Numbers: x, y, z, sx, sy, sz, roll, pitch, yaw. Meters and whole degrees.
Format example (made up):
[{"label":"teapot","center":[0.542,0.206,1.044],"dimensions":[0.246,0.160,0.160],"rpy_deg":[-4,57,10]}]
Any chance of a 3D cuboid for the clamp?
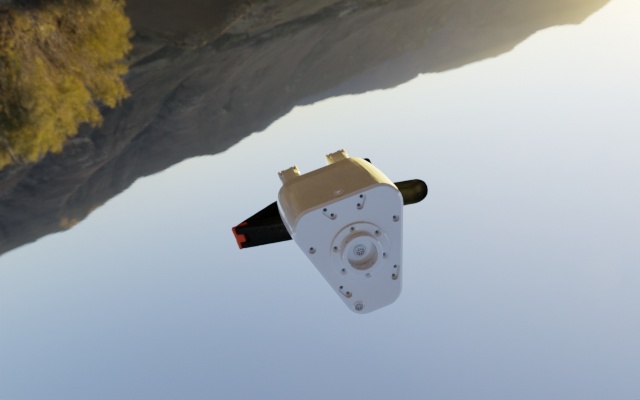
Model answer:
[{"label":"clamp","center":[0.000,0.003,0.558],"dimensions":[0.210,0.036,0.164],"rpy_deg":[-20,18,-4]}]
